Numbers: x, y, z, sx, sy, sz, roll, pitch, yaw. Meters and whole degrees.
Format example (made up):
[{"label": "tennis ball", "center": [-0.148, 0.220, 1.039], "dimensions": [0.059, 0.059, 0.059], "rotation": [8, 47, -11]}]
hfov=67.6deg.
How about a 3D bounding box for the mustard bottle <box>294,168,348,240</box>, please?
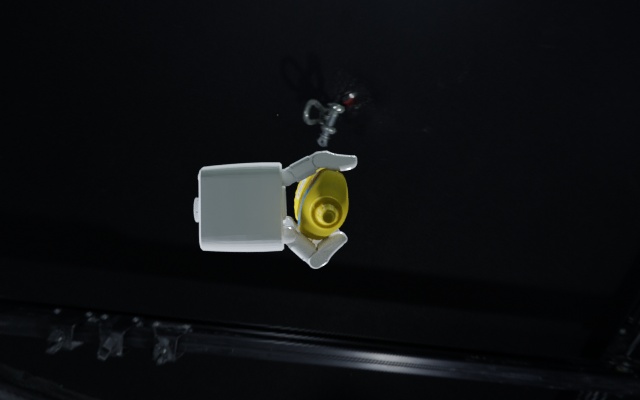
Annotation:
[{"label": "mustard bottle", "center": [0.000, 0.002, 0.650], "dimensions": [0.058, 0.096, 0.191], "rotation": [23, 7, -9]}]
